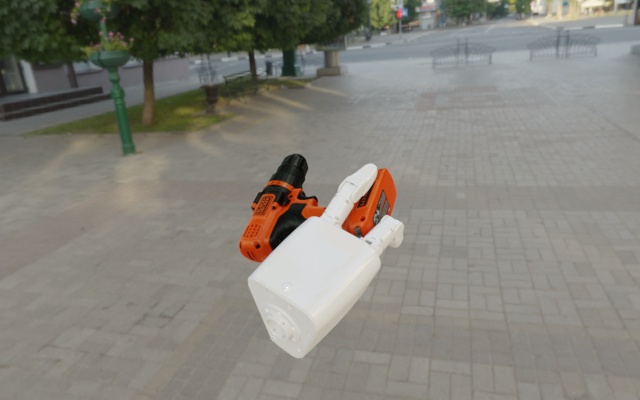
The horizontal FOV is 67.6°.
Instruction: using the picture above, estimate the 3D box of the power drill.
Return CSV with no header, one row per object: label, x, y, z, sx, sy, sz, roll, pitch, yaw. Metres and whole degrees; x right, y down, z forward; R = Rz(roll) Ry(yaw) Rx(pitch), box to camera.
power drill,0.000,0.002,0.627,0.187,0.184,0.057,-3,-42,30
